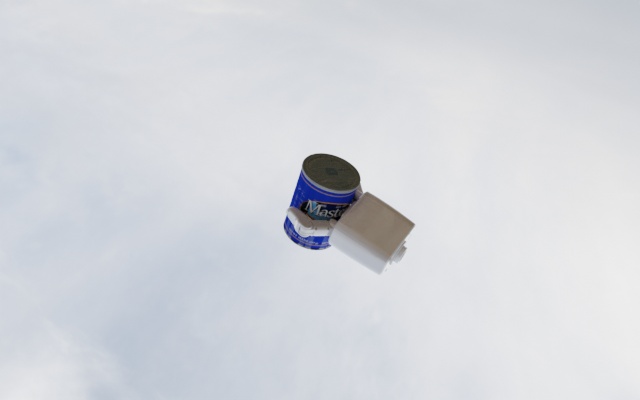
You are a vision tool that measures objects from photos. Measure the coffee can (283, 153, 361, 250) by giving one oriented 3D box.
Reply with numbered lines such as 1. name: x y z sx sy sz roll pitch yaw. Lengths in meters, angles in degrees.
1. coffee can: 0.000 0.003 0.841 0.103 0.140 0.102 13 38 -10
